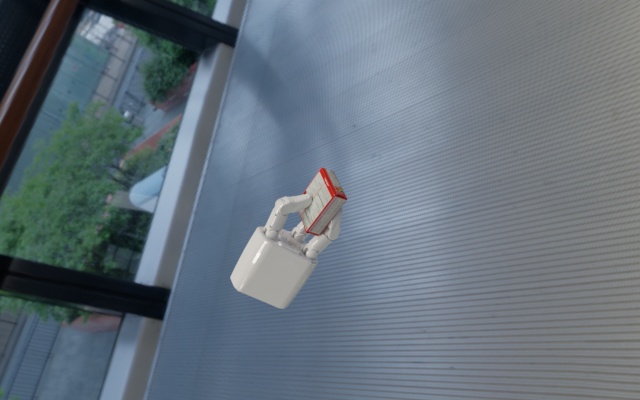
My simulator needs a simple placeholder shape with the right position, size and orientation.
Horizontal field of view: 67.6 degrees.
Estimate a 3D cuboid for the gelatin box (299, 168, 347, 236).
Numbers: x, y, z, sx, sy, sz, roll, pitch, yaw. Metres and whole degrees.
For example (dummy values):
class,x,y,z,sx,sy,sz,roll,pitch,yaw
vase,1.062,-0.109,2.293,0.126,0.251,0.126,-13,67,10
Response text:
class,x,y,z,sx,sy,sz,roll,pitch,yaw
gelatin box,0.000,0.002,0.791,0.030,0.089,0.073,17,32,-33
